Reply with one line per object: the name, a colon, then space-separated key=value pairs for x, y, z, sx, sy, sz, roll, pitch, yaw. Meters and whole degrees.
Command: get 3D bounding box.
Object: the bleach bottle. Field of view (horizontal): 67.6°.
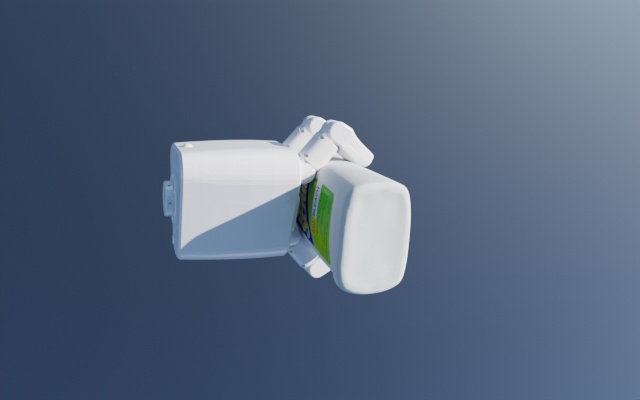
bleach bottle: x=0.000 y=0.002 z=0.505 sx=0.068 sy=0.102 sz=0.250 roll=-2 pitch=14 yaw=-22
